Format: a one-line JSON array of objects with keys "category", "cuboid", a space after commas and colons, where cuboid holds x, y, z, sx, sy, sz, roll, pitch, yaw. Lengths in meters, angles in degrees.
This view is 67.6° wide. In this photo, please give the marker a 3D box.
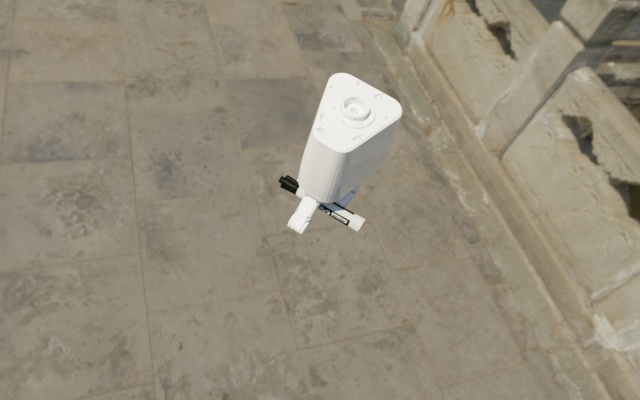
[{"category": "marker", "cuboid": [0.000, 0.002, 0.607, 0.121, 0.020, 0.020, 30, 4, 7]}]
